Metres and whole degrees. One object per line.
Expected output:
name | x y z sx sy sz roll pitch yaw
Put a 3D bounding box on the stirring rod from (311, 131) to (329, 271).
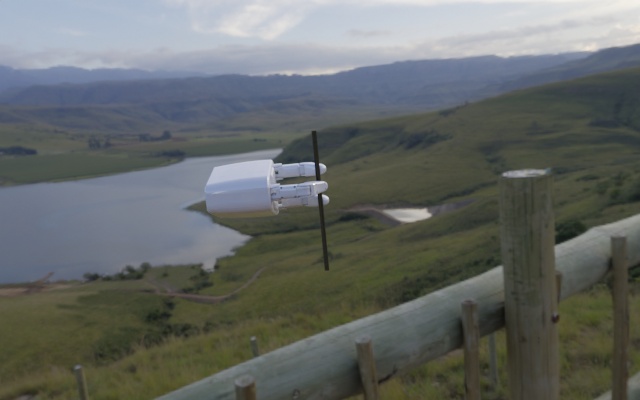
stirring rod | 0.000 0.003 0.811 0.011 0.239 0.011 -5 9 1
